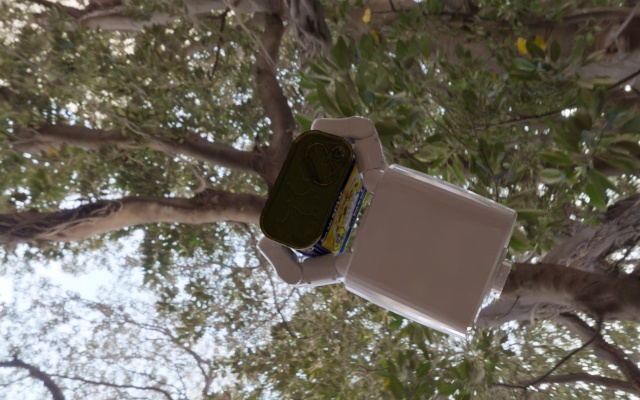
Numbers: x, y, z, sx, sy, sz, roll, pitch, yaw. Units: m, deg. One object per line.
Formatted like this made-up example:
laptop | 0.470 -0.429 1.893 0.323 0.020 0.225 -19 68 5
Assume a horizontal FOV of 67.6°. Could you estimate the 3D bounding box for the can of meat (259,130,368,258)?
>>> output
can of meat | 0.000 0.002 0.430 0.057 0.102 0.084 19 -11 23
